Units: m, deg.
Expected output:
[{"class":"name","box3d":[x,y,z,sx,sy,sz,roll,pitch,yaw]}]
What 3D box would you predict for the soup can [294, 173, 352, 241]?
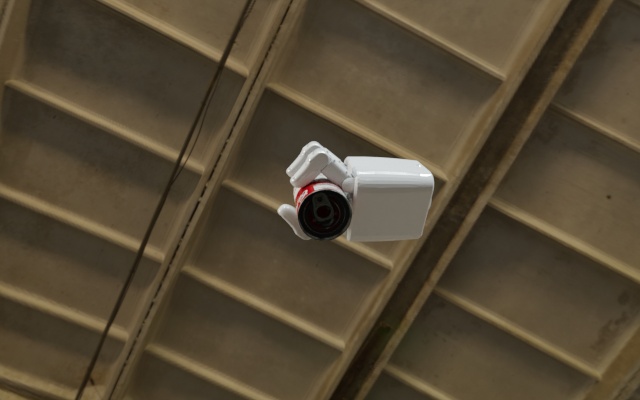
[{"class":"soup can","box3d":[0.000,0.002,0.631,0.068,0.068,0.102,0,19,-7]}]
